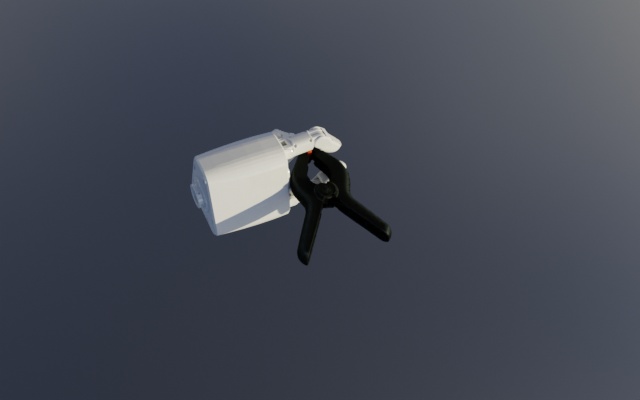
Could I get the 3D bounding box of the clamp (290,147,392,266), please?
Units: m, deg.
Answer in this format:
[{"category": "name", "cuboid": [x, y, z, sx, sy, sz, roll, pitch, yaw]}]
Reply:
[{"category": "clamp", "cuboid": [0.000, 0.002, 0.611, 0.120, 0.171, 0.039, -20, -30, -22]}]
